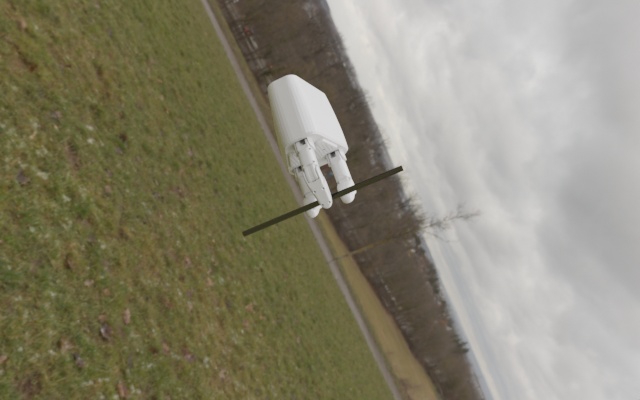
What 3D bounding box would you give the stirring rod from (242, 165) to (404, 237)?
[{"bbox_3d":[0.000,0.002,0.657,0.239,0.011,0.011,-23,-4,10],"label":"stirring rod"}]
